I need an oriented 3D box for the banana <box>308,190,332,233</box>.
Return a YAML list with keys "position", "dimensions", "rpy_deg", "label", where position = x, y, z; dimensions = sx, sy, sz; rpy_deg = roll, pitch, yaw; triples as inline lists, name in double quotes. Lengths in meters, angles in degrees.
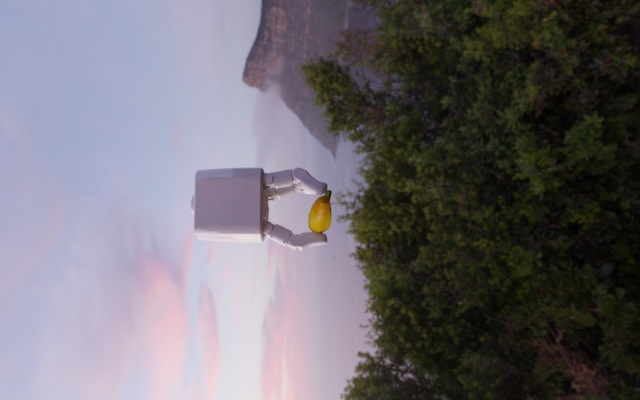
- position: [-0.001, 0.021, 0.771]
  dimensions: [0.037, 0.069, 0.198]
  rpy_deg: [4, 4, 1]
  label: "banana"
